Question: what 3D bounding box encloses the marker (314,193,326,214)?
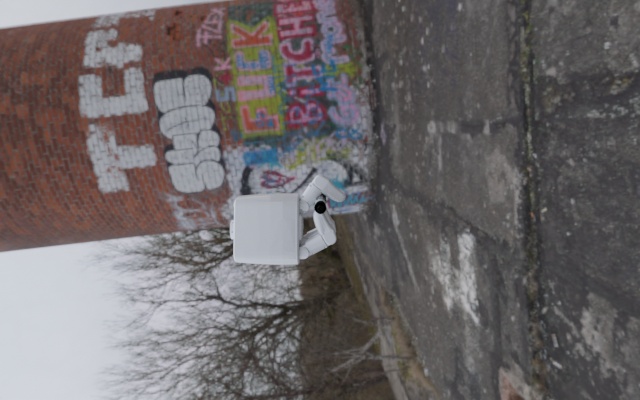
[{"bbox_3d":[0.000,0.003,0.777,0.020,0.020,0.121,0,10,1],"label":"marker"}]
